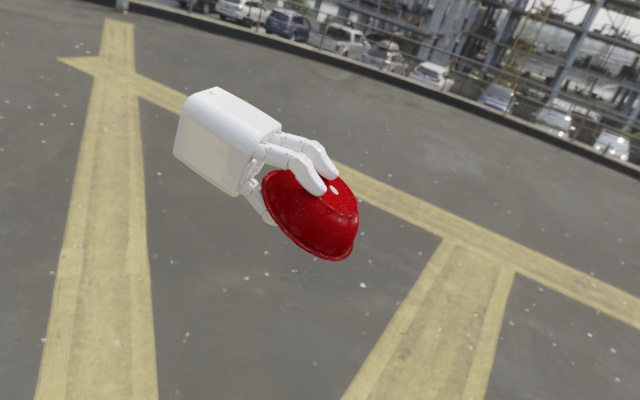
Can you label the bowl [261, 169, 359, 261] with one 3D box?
[{"bbox_3d":[0.001,0.003,0.653,0.055,0.162,0.162,-45,-25,27],"label":"bowl"}]
